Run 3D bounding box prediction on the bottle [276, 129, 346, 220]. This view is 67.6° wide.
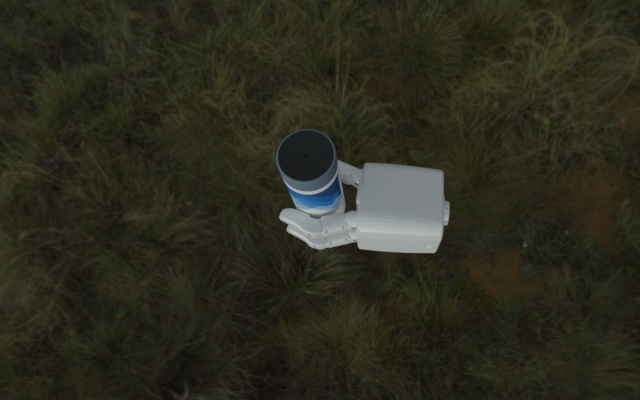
[{"bbox_3d":[0.000,0.002,0.659,0.069,0.069,0.296,0,-20,7],"label":"bottle"}]
